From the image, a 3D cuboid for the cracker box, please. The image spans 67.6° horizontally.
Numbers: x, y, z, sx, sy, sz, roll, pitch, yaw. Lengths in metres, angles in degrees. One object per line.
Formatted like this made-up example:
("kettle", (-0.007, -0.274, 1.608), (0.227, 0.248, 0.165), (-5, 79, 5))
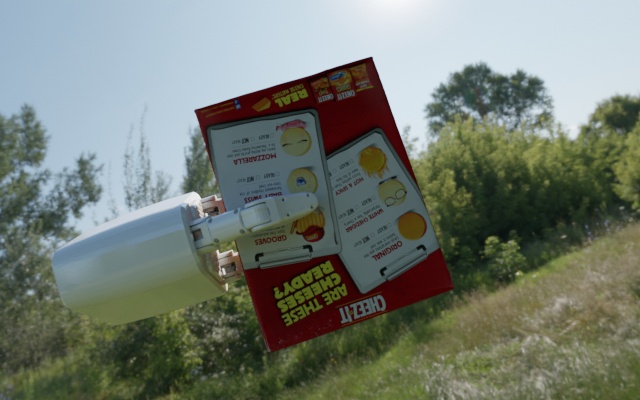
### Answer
("cracker box", (0.000, 0.001, 0.429), (0.164, 0.213, 0.072), (-18, -6, -4))
